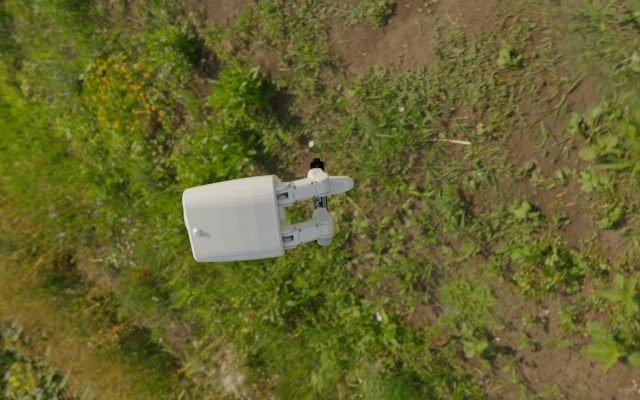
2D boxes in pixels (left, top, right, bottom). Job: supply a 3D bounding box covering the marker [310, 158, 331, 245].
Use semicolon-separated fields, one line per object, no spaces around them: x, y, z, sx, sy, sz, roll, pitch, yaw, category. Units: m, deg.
0.000;0.002;0.639;0.020;0.121;0.020;-5;21;2;marker
